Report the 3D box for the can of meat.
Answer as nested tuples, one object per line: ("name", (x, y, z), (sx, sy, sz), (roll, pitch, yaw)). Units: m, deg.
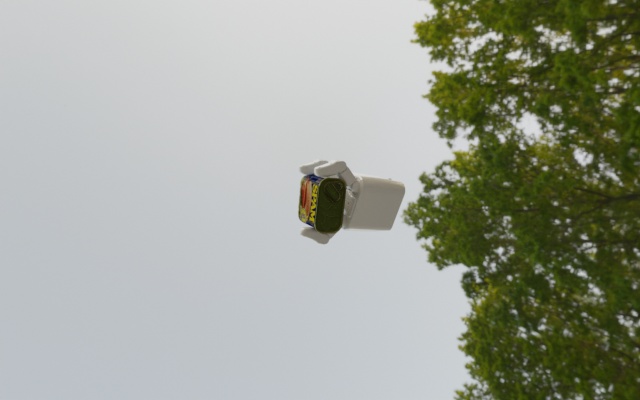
("can of meat", (0.000, 0.003, 0.891), (0.057, 0.102, 0.084), (2, 9, -28))
